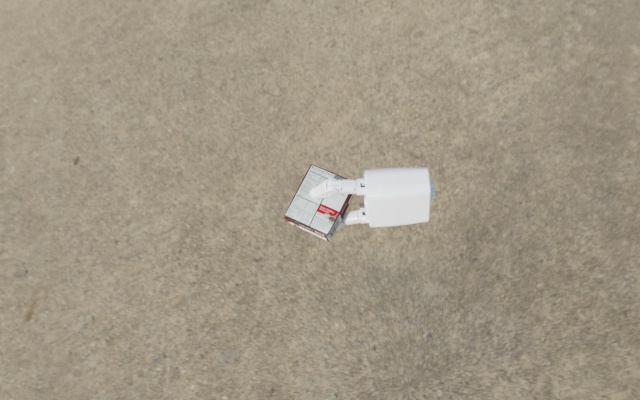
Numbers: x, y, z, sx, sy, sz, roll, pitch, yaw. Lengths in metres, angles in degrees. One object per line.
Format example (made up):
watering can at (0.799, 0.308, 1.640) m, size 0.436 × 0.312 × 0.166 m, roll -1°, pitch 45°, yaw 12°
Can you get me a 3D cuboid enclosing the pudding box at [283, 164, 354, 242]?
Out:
pudding box at (0.000, 0.003, 0.841) m, size 0.090 × 0.113 × 0.039 m, roll 24°, pitch -16°, yaw 16°
